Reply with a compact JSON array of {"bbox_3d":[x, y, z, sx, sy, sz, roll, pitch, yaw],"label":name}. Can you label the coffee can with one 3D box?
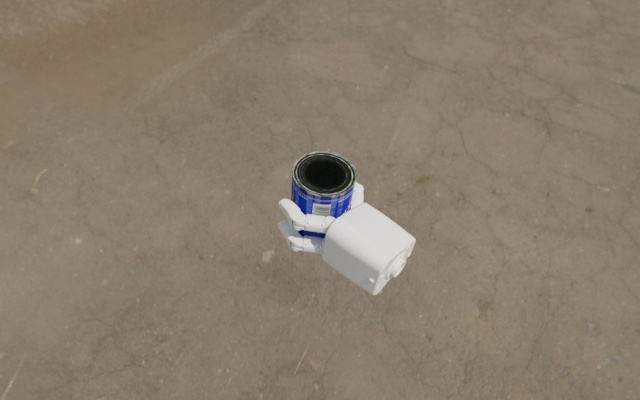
[{"bbox_3d":[0.000,0.003,0.800,0.103,0.102,0.140,0,-42,-7],"label":"coffee can"}]
